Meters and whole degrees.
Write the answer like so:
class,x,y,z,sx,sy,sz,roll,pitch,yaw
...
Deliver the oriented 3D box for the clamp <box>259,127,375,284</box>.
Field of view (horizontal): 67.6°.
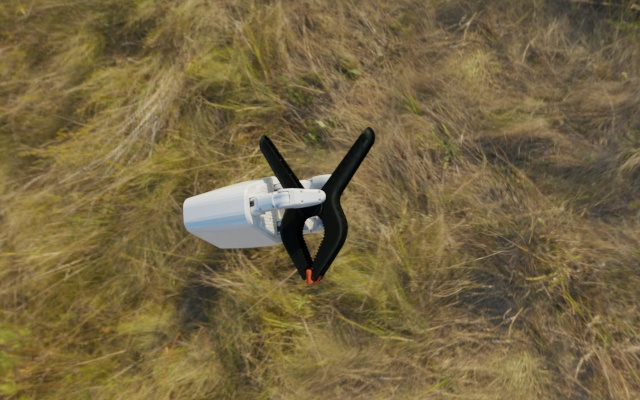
class,x,y,z,sx,sy,sz,roll,pitch,yaw
clamp,0.000,0.003,0.628,0.164,0.210,0.036,-9,-9,22
